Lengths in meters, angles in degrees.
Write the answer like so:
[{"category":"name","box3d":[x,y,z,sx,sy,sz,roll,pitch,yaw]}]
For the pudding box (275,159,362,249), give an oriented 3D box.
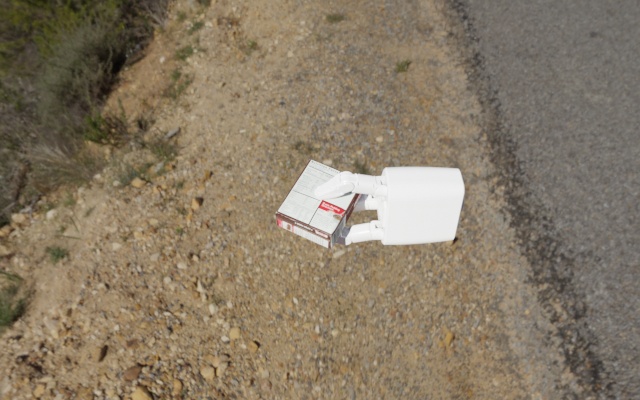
[{"category":"pudding box","box3d":[0.000,0.002,0.688,0.090,0.113,0.039,22,-34,14]}]
